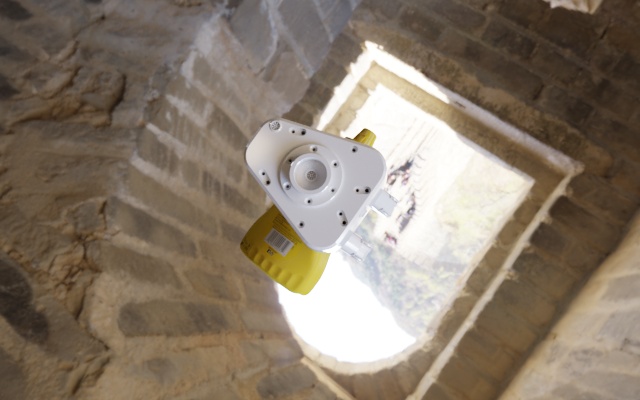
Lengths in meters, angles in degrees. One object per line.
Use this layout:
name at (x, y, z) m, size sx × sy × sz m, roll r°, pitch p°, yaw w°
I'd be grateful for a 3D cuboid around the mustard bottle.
mustard bottle at (0.000, 0.002, 0.527) m, size 0.096 × 0.191 × 0.058 m, roll 35°, pitch -1°, yaw 30°
